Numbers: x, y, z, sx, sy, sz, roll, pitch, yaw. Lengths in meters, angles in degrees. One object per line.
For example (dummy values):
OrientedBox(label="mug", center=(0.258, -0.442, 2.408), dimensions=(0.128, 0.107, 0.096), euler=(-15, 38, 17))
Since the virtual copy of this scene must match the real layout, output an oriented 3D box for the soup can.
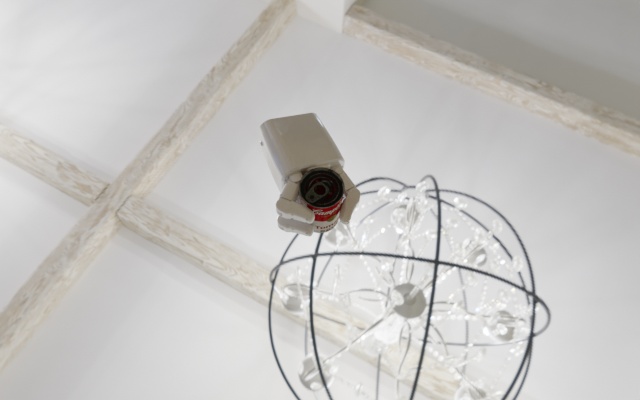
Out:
OrientedBox(label="soup can", center=(0.000, 0.003, 0.749), dimensions=(0.068, 0.068, 0.102), euler=(0, -26, -2))
